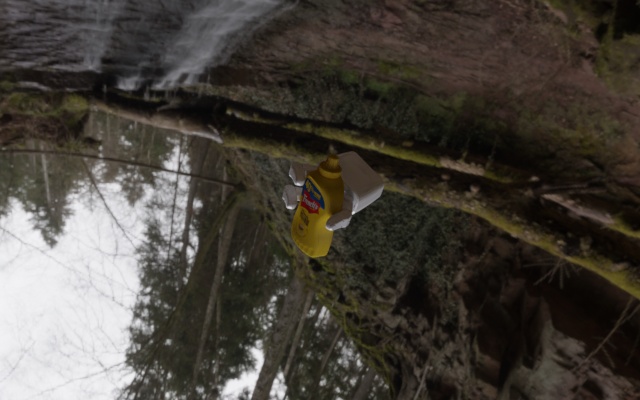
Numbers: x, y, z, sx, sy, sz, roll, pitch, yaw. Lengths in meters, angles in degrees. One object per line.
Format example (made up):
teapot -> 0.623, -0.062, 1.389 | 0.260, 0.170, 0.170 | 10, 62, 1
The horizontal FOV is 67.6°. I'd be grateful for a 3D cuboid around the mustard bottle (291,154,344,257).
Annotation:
mustard bottle -> 0.000, 0.003, 0.864 | 0.058, 0.192, 0.096 | -4, 37, -31
